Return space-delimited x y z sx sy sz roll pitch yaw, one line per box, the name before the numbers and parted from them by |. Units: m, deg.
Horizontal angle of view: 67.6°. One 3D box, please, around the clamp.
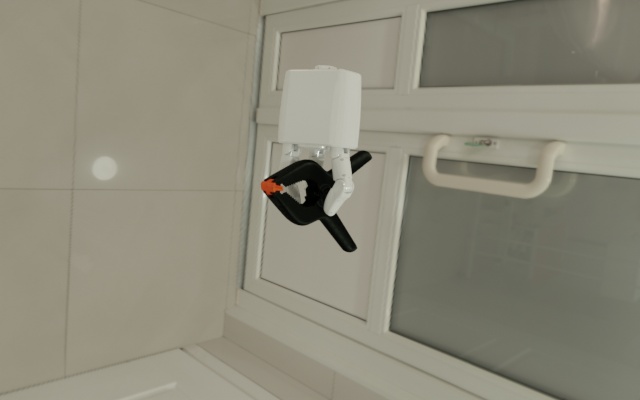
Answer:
clamp | 0.000 0.002 0.706 0.036 0.164 0.210 8 6 43
